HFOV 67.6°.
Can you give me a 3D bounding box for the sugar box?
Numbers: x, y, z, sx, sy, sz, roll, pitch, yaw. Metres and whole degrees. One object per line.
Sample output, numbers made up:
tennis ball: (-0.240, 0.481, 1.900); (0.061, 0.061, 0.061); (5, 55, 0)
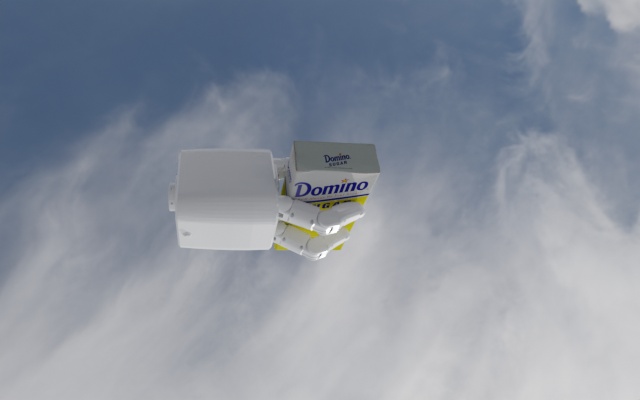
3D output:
sugar box: (0.000, 0.002, 0.567); (0.093, 0.048, 0.176); (1, -31, -13)
